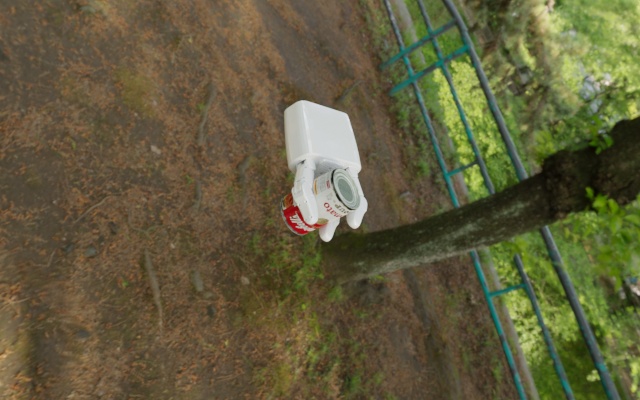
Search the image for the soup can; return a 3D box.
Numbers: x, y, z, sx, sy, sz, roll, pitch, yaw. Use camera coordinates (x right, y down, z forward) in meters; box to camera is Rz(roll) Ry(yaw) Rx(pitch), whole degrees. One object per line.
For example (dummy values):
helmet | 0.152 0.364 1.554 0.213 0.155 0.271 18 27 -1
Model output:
soup can | 0.000 0.003 0.710 0.102 0.068 0.068 -27 -15 31
